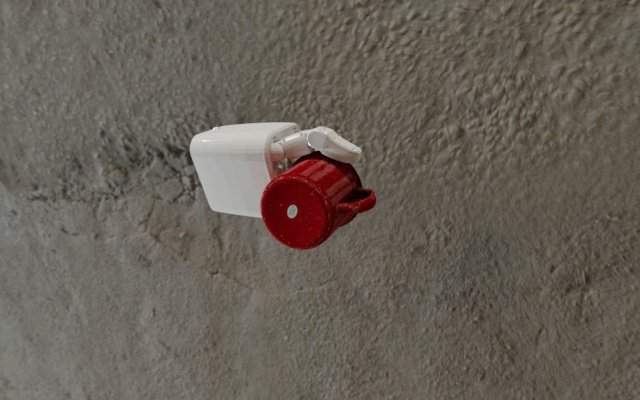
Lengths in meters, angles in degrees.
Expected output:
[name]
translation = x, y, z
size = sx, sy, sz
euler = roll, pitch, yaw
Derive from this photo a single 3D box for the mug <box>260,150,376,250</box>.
[mug]
translation = 0.001, 0.002, 0.501
size = 0.117, 0.093, 0.081
euler = 4, 20, 23
